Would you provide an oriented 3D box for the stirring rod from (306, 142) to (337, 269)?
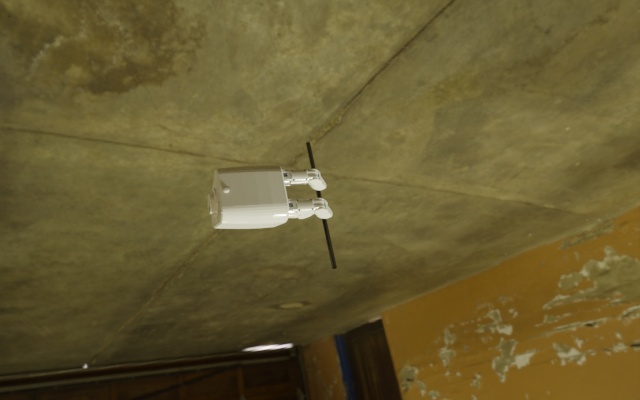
[{"bbox_3d":[0.000,0.003,0.830,0.011,0.239,0.011,-10,-23,-4],"label":"stirring rod"}]
